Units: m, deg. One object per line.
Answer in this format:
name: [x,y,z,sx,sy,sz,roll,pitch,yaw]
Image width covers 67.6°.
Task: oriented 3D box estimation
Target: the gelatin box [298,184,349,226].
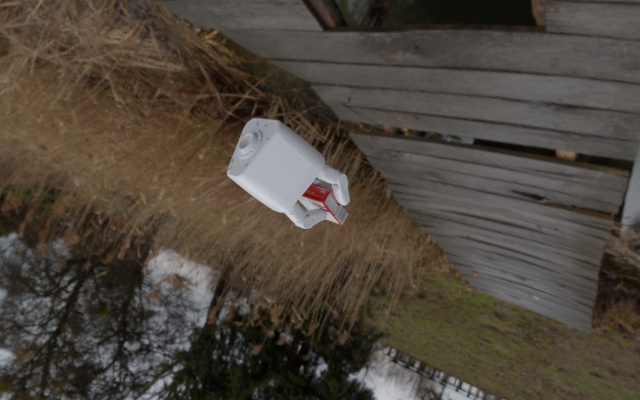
gelatin box: [0.000,0.003,0.838,0.073,0.030,0.089,20,-19,35]
